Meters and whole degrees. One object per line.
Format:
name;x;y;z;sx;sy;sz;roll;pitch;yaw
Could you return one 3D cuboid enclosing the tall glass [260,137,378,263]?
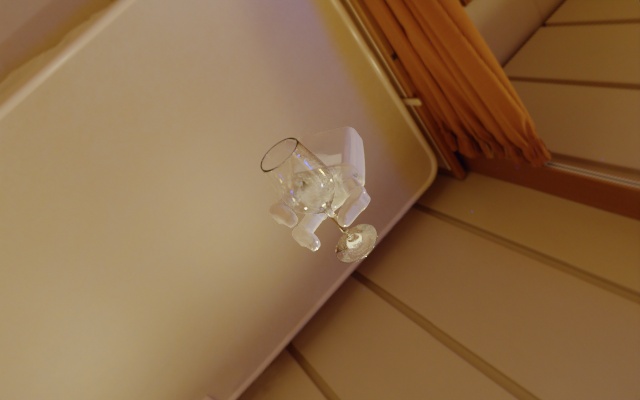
tall glass;0.001;0.003;0.681;0.079;0.079;0.201;0;-40;46
